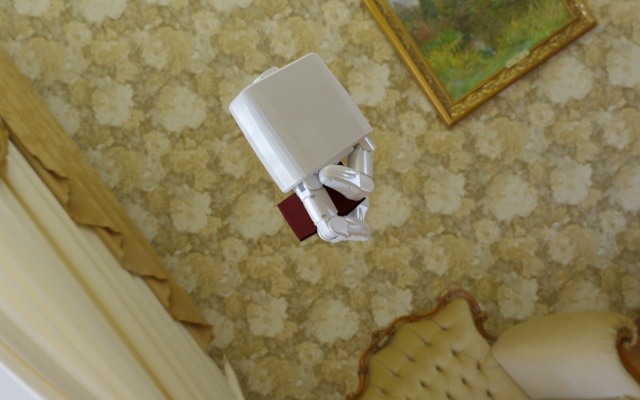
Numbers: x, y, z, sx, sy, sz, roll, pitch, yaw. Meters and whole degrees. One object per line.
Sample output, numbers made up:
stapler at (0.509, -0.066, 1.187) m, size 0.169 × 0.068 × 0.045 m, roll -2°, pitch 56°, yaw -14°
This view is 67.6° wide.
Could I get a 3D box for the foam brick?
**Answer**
foam brick at (0.000, 0.002, 0.533) m, size 0.078 × 0.051 × 0.053 m, roll -32°, pitch 5°, yaw 46°
